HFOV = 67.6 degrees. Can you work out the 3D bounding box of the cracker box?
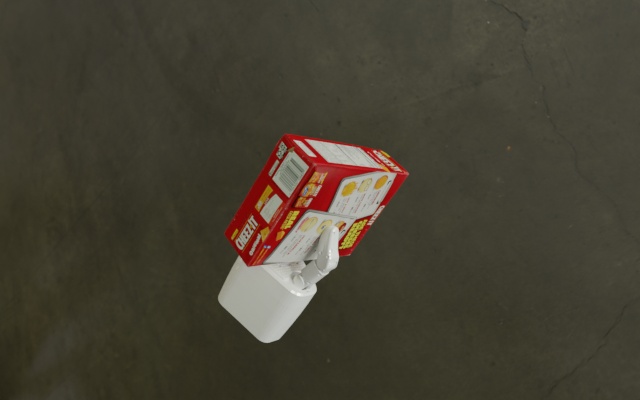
[{"bbox_3d":[0.000,0.002,0.644,0.214,0.164,0.072,0,40,-51],"label":"cracker box"}]
